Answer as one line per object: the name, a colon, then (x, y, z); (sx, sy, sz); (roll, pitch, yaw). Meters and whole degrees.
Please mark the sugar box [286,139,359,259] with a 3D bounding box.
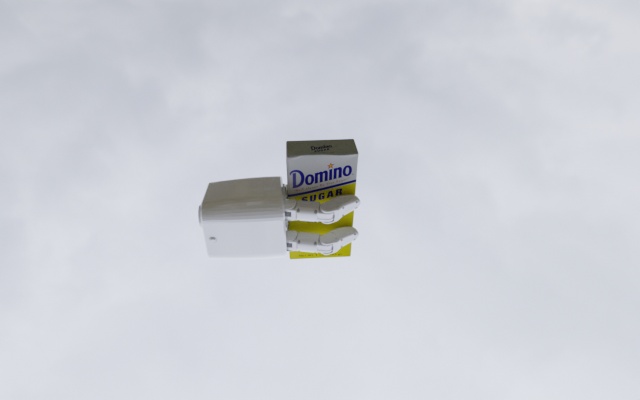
sugar box: (0.000, 0.003, 0.660); (0.093, 0.176, 0.048); (-3, 38, -5)
